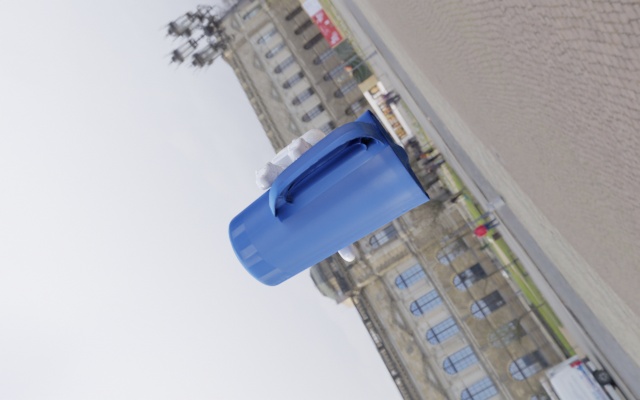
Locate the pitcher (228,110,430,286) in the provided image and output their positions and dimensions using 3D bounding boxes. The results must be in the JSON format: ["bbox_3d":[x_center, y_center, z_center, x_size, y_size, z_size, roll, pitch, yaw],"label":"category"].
[{"bbox_3d":[0.000,0.002,0.601,0.243,0.149,0.145,-34,16,13],"label":"pitcher"}]
